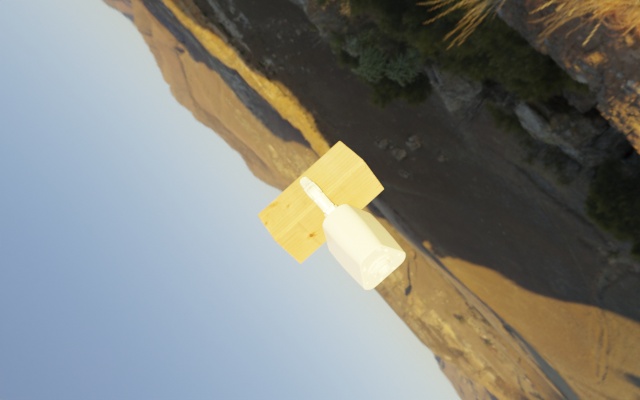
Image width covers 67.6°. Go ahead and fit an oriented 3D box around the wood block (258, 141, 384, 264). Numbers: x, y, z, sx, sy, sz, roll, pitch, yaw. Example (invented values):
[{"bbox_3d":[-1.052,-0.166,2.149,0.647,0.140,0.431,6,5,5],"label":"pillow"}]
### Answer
[{"bbox_3d":[0.000,0.003,0.878,0.091,0.206,0.090,48,0,-41],"label":"wood block"}]
